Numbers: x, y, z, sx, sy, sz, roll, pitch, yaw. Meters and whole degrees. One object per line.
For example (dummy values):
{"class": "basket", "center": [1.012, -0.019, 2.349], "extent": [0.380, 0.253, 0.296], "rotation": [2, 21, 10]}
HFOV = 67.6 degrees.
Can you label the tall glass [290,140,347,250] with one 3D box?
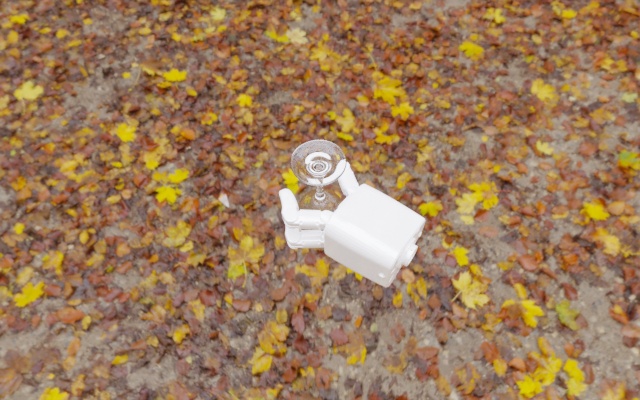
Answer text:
{"class": "tall glass", "center": [0.000, 0.002, 0.711], "extent": [0.079, 0.079, 0.201], "rotation": [0, -32, 1]}
